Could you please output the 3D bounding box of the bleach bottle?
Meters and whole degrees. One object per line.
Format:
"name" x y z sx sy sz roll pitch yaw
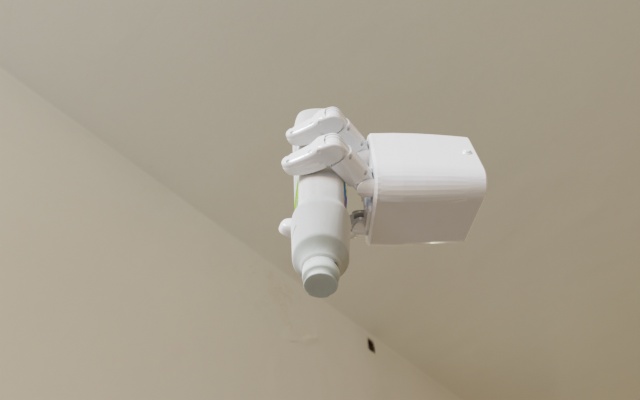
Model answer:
"bleach bottle" 0.000 0.001 0.489 0.068 0.103 0.250 0 36 0
